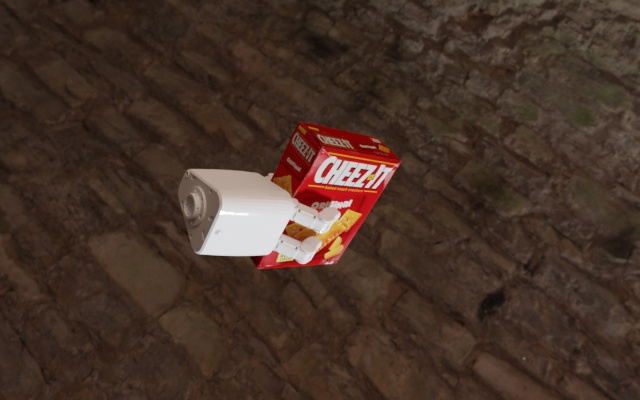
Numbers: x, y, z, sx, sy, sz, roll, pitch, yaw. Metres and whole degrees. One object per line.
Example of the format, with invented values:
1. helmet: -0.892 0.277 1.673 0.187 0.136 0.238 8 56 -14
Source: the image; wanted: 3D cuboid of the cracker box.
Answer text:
1. cracker box: 0.000 0.002 0.710 0.164 0.214 0.072 4 36 -42
